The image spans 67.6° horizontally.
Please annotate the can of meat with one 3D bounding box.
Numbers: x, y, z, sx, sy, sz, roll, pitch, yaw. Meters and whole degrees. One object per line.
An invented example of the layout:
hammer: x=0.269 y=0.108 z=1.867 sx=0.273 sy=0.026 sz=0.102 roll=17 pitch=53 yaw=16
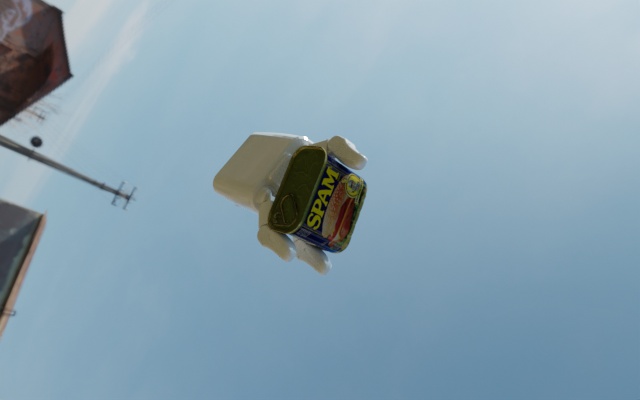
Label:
can of meat: x=0.000 y=0.002 z=0.544 sx=0.057 sy=0.102 sz=0.084 roll=11 pitch=-14 yaw=47
